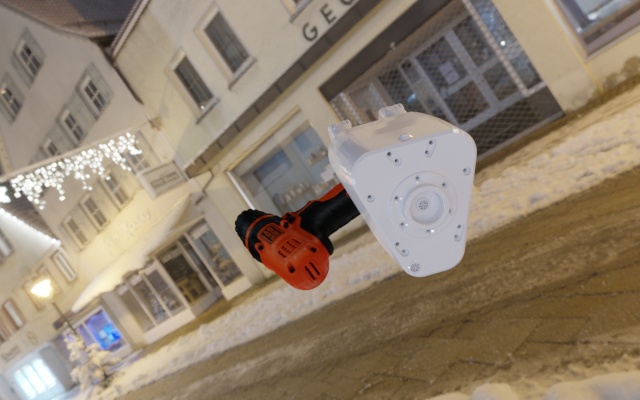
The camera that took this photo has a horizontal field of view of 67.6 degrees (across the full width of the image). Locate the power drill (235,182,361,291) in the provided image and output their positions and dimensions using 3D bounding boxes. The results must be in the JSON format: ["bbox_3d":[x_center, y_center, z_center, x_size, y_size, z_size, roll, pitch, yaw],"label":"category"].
[{"bbox_3d":[0.001,0.001,0.522,0.187,0.057,0.184,-43,30,-12],"label":"power drill"}]
